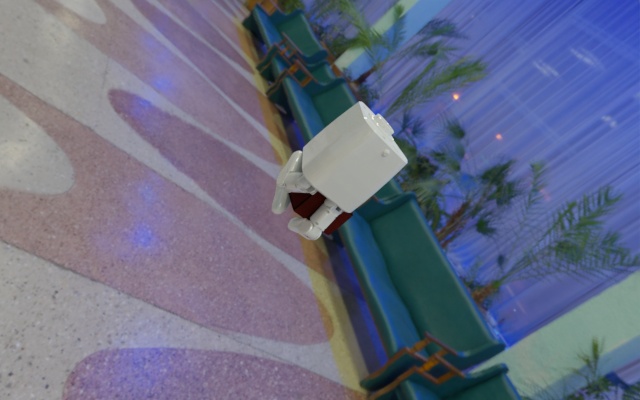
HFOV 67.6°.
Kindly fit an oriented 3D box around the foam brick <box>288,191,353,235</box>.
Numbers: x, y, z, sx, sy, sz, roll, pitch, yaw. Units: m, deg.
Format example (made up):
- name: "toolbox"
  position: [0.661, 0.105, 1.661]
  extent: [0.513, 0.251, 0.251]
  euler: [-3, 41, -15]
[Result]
- name: "foam brick"
  position: [0.000, 0.002, 0.683]
  extent: [0.078, 0.051, 0.053]
  euler: [37, 21, -36]
